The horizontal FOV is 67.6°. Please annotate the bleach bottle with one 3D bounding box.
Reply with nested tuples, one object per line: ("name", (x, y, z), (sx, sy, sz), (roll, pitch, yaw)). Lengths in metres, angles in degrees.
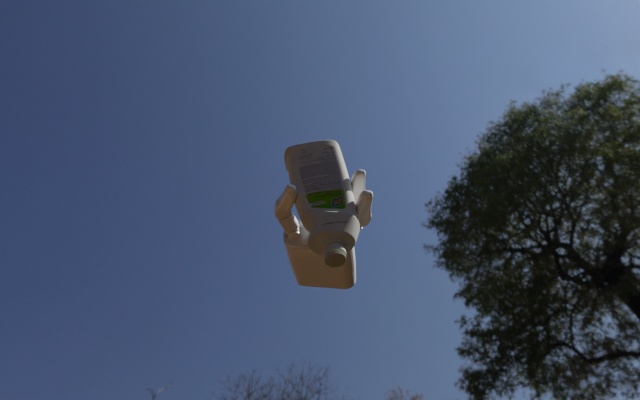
("bleach bottle", (0.000, 0.002, 0.731), (0.102, 0.068, 0.250), (-11, 40, 2))
